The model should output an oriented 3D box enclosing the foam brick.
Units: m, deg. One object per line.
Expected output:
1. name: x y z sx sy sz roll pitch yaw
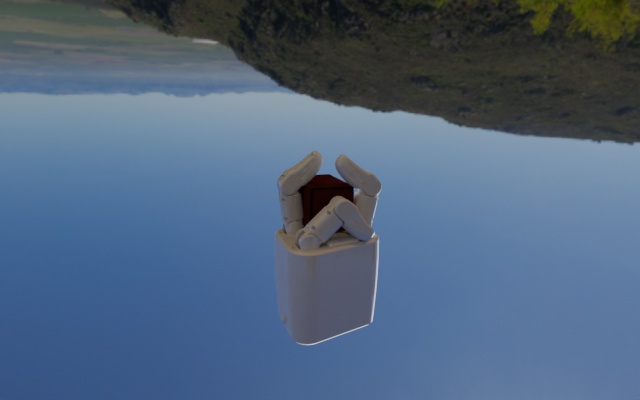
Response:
1. foam brick: 0.000 0.002 0.554 0.053 0.051 0.078 -4 14 -18
